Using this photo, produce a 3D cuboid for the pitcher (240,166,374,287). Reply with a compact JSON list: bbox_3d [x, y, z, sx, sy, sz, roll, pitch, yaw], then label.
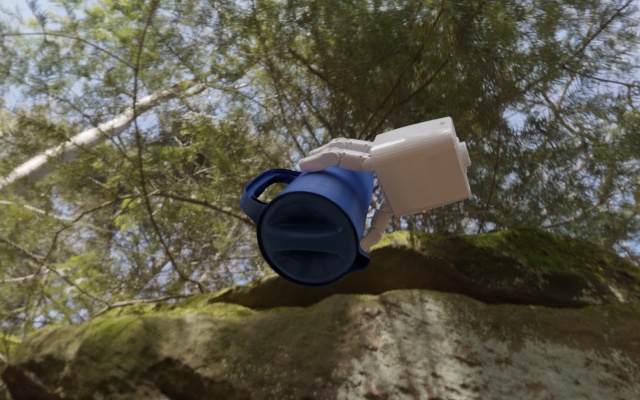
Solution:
[{"bbox_3d":[0.000,0.002,0.692,0.145,0.149,0.242,-17,17,20],"label":"pitcher"}]
